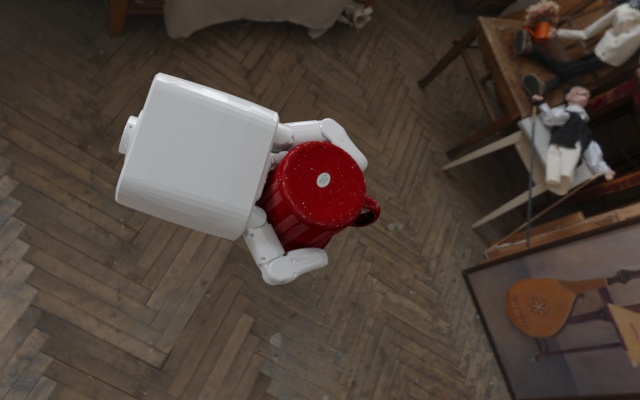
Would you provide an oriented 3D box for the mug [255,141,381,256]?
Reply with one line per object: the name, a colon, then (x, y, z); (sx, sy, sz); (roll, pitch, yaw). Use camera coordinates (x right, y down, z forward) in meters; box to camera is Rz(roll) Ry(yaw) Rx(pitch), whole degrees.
mug: (0.001, 0.002, 0.437); (0.117, 0.093, 0.081); (18, -25, -18)
